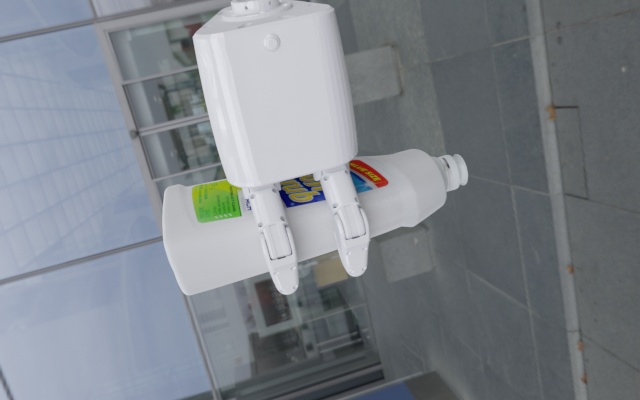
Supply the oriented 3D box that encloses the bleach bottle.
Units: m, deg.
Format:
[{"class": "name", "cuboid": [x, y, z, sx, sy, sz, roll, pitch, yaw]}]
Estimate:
[{"class": "bleach bottle", "cuboid": [0.000, 0.001, 0.407, 0.251, 0.068, 0.102, -15, 32, -8]}]
